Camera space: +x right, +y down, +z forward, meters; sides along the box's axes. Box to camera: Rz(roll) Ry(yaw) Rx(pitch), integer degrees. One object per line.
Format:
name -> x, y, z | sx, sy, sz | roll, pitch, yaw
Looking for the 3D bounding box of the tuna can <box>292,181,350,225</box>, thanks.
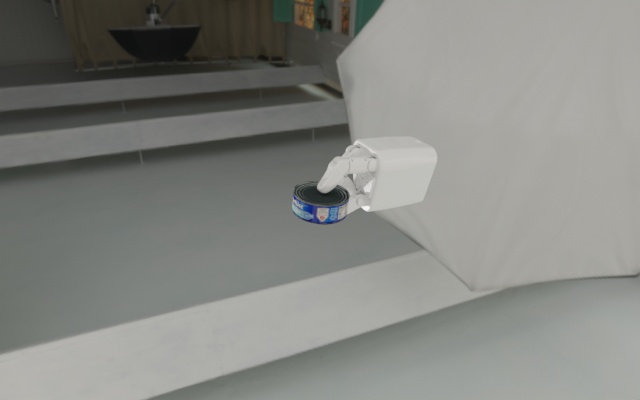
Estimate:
tuna can -> 0.000, 0.003, 0.720 | 0.086, 0.034, 0.086 | 5, 25, -2
